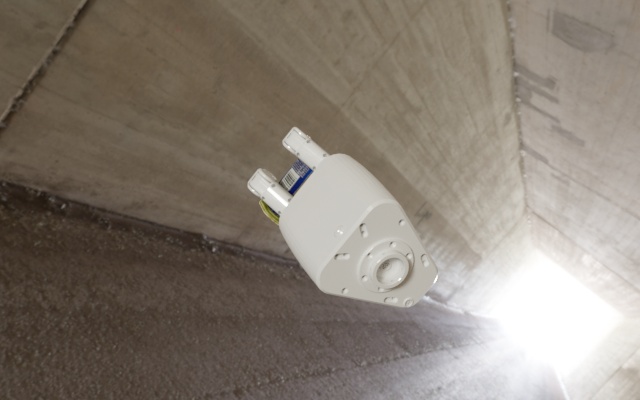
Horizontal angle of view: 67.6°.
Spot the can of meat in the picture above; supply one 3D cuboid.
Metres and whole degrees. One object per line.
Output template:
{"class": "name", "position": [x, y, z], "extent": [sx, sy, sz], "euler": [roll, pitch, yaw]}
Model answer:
{"class": "can of meat", "position": [0.000, 0.001, 0.519], "extent": [0.102, 0.084, 0.057], "euler": [36, 8, -27]}
